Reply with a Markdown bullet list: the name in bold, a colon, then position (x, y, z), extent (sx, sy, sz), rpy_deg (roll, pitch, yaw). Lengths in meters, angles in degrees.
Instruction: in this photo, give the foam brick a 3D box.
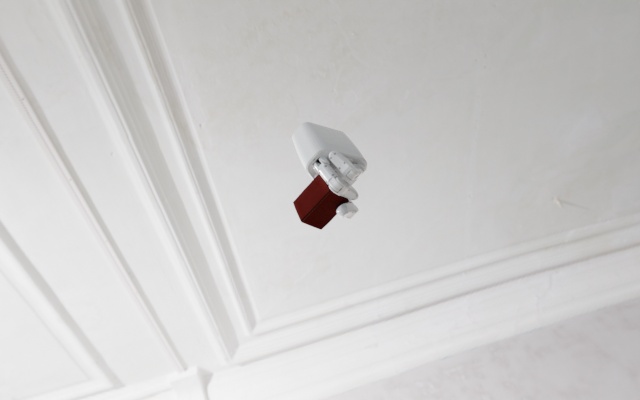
- **foam brick**: position (0.000, 0.003, 0.835), extent (0.053, 0.078, 0.051), rpy_deg (27, 24, -42)
